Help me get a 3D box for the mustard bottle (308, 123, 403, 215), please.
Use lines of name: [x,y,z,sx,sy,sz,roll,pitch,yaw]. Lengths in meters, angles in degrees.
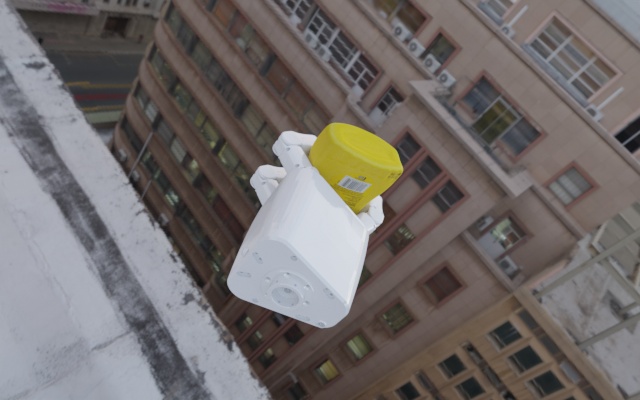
mustard bottle: [0.000,0.001,0.548,0.096,0.058,0.192,17,-48,-29]
